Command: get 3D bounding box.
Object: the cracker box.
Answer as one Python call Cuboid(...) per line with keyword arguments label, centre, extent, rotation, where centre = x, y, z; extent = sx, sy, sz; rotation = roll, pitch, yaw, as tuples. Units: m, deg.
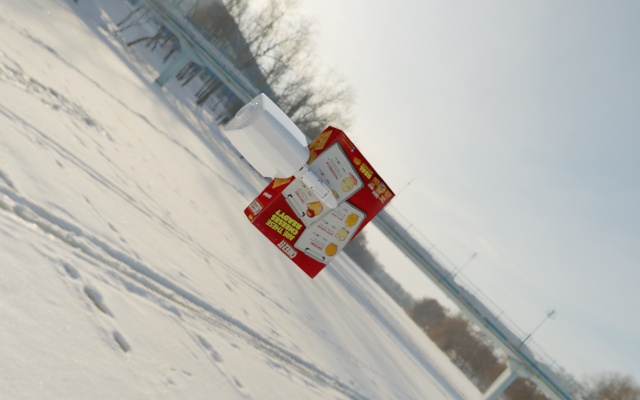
Cuboid(label="cracker box", centre=(0.000, 0.003, 0.834), extent=(0.164, 0.213, 0.072), rotation=(46, -3, -27))
